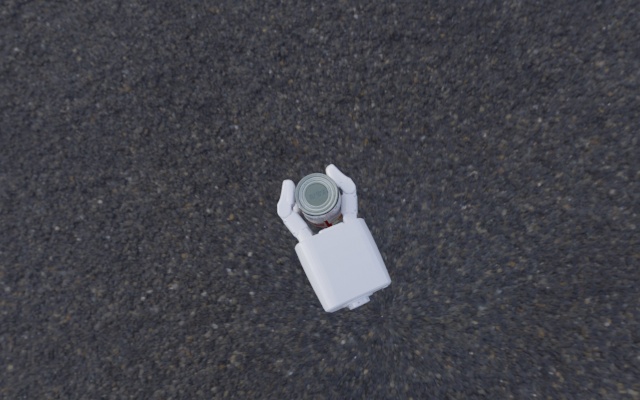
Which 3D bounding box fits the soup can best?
[{"bbox_3d":[0.000,0.002,0.751,0.068,0.068,0.102,0,-13,7],"label":"soup can"}]
